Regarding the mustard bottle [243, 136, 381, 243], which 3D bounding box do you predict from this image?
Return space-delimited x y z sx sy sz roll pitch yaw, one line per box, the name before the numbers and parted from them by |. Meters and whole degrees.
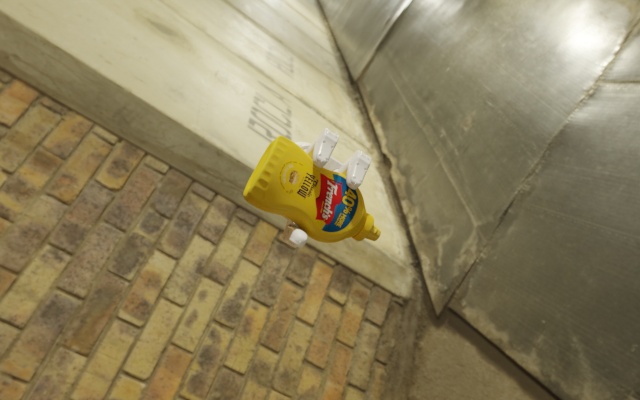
mustard bottle | 0.000 0.002 0.640 0.192 0.096 0.058 31 -22 -16
